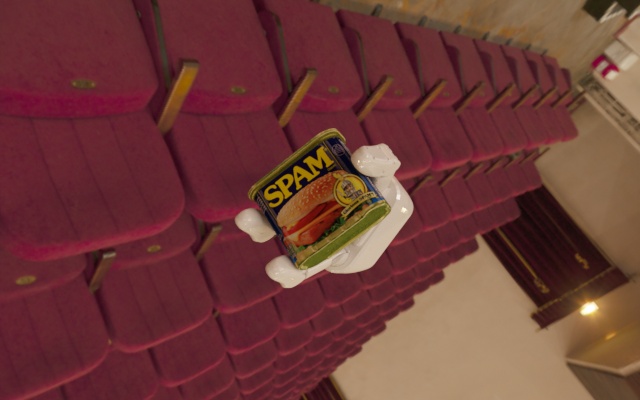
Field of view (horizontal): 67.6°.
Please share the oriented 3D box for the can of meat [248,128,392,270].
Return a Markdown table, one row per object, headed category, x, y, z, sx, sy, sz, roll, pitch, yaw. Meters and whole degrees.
| category | x | y | z | sx | sy | sz | roll | pitch | yaw |
| --- | --- | --- | --- | --- | --- | --- | --- | --- | --- |
| can of meat | 0.000 | 0.002 | 0.428 | 0.102 | 0.084 | 0.057 | -37 | -18 | 9 |
